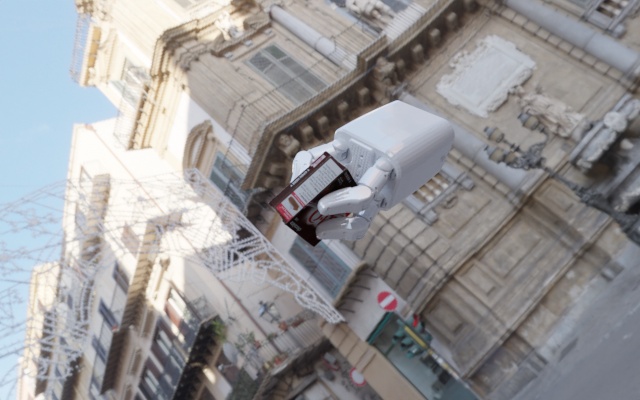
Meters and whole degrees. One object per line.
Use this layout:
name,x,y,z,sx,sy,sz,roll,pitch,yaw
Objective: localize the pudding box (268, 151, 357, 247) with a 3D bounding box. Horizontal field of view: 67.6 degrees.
pudding box,0.000,0.002,0.557,0.039,0.090,0.113,47,-1,26
